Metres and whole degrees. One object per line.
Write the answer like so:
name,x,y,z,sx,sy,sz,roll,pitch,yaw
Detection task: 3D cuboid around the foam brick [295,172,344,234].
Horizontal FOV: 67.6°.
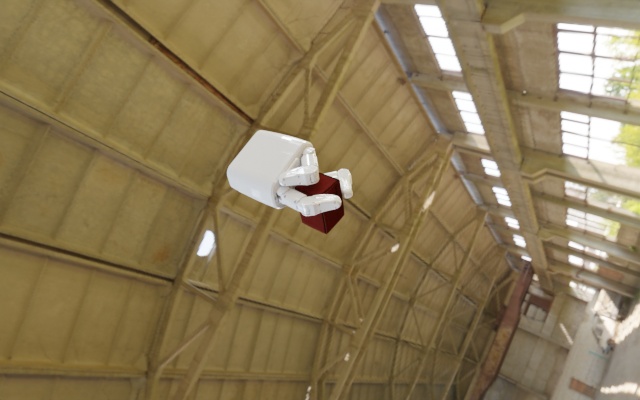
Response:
foam brick,0.000,0.003,0.759,0.051,0.078,0.053,21,48,32
